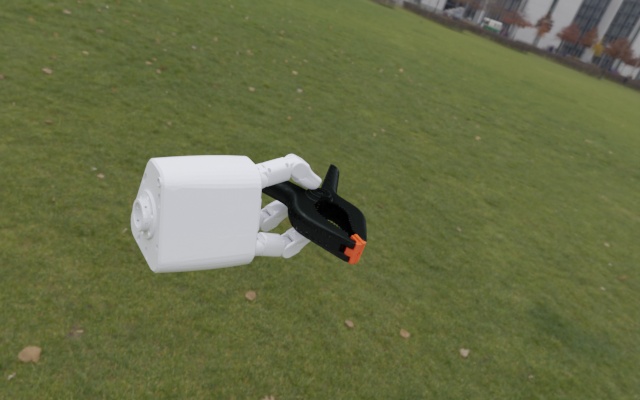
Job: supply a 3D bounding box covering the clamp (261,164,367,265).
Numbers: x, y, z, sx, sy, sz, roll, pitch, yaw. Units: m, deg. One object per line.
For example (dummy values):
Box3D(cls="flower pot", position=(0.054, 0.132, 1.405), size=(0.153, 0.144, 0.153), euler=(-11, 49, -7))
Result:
Box3D(cls="clamp", position=(0.000, 0.002, 0.586), size=(0.164, 0.036, 0.210), euler=(-4, 33, -38))
